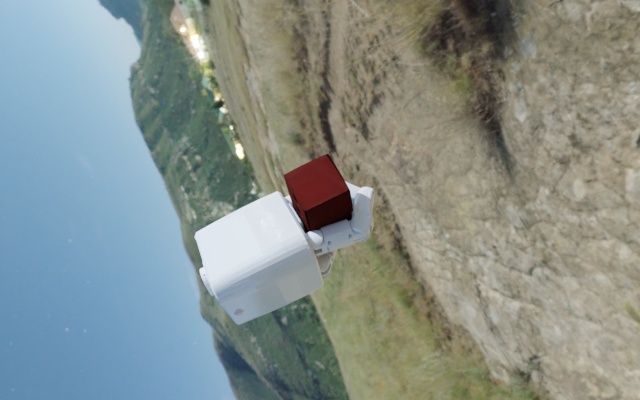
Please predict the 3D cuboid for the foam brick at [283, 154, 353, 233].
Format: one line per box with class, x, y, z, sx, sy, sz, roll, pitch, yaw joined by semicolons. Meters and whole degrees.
foam brick;0.000;0.001;0.499;0.051;0.053;0.078;-25;-33;-8
